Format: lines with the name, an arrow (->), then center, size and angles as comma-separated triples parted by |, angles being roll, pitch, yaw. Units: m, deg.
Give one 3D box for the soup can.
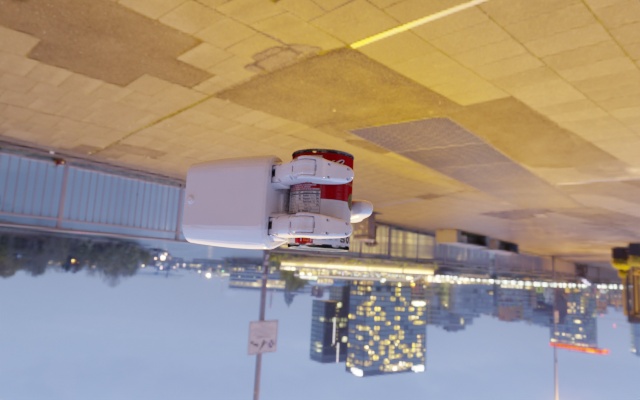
soup can -> 0.001, 0.002, 0.512 | 0.068, 0.102, 0.068 | 3, -8, 0
